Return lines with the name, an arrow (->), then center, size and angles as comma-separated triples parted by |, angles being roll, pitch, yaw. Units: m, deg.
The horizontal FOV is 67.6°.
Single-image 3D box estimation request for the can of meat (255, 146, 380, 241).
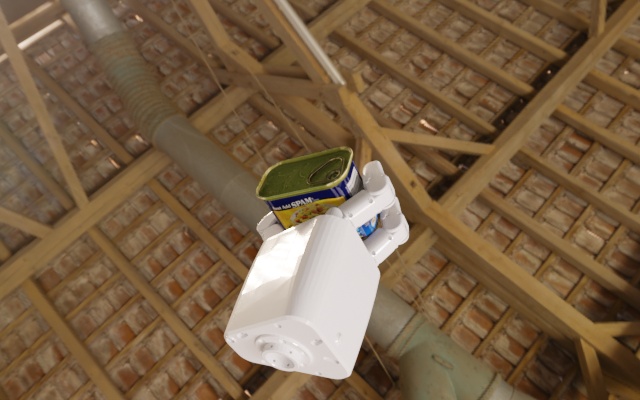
can of meat -> 0.000, 0.002, 0.484 | 0.102, 0.084, 0.057 | -11, 38, 27
